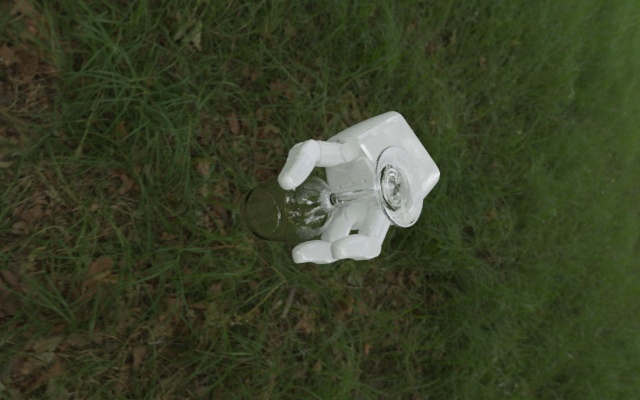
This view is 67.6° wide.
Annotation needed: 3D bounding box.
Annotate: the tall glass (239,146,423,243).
[{"bbox_3d":[0.000,0.002,0.493,0.201,0.079,0.079,-11,-8,43],"label":"tall glass"}]
